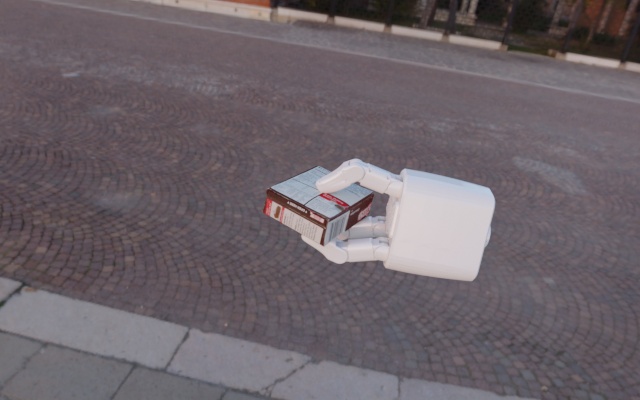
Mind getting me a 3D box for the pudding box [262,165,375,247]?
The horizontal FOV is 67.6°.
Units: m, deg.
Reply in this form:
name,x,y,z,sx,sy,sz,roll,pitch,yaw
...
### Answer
name,x,y,z,sx,sy,sz,roll,pitch,yaw
pudding box,0.000,0.002,0.577,0.090,0.039,0.113,26,29,24
